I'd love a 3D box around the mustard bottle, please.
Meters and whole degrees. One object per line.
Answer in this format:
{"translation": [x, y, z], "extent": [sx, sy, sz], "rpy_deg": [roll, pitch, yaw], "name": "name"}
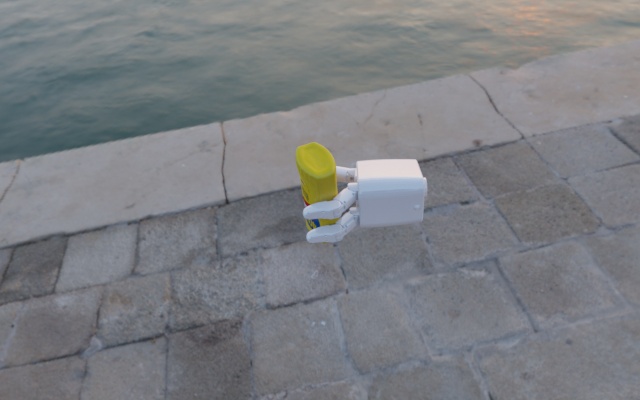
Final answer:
{"translation": [0.000, 0.003, 0.812], "extent": [0.058, 0.192, 0.096], "rpy_deg": [-20, 44, -13], "name": "mustard bottle"}
